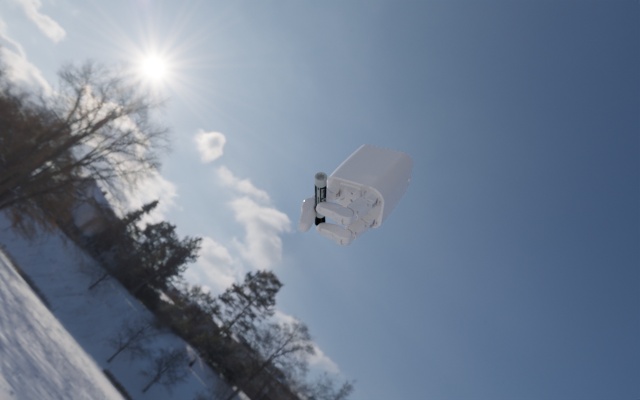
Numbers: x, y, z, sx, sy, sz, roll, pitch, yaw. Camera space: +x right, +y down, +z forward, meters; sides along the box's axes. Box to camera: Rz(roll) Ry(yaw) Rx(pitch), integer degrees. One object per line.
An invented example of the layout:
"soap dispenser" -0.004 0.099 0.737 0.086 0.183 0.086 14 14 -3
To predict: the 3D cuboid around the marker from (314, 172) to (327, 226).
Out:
"marker" 0.000 0.003 0.755 0.020 0.020 0.121 0 -39 -1
